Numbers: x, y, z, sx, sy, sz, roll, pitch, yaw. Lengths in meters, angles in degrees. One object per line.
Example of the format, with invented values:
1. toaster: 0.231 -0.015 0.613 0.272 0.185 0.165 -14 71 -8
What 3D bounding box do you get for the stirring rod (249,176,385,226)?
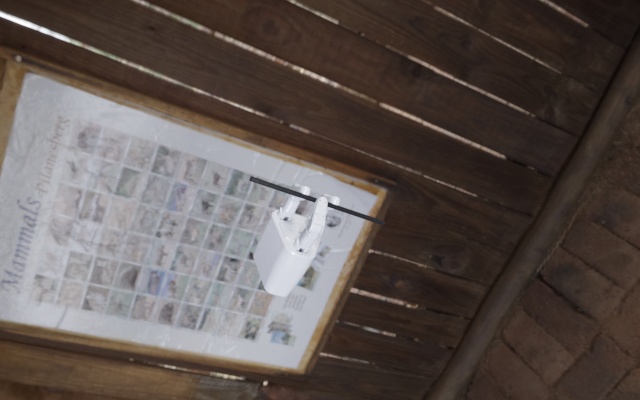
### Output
1. stirring rod: 0.000 0.003 0.771 0.239 0.011 0.011 19 -6 -19
